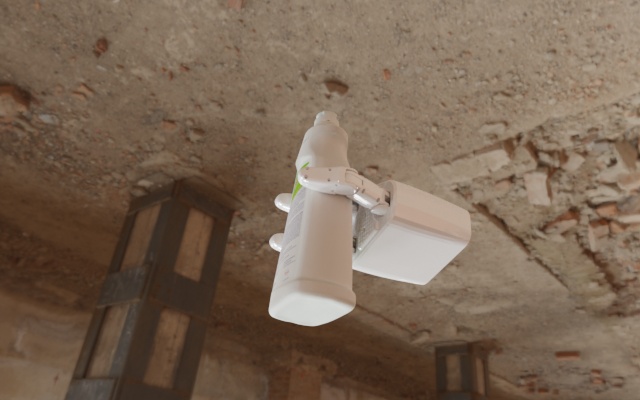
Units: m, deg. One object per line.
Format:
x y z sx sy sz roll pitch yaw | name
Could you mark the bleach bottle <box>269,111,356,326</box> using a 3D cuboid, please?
0.000 0.002 0.525 0.068 0.250 0.103 18 -32 -19 | bleach bottle
